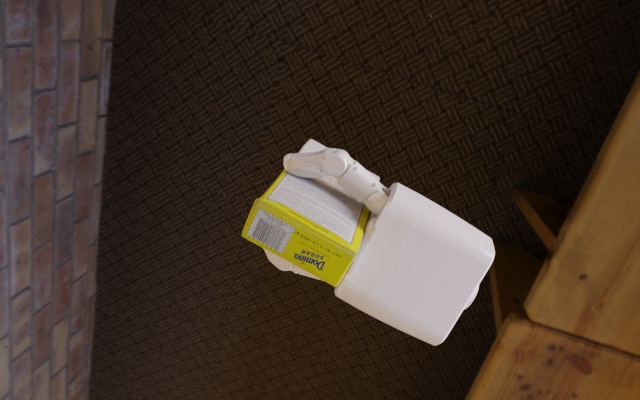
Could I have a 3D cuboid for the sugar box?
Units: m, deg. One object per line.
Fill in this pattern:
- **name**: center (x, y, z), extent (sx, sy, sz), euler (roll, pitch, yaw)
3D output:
- **sugar box**: center (0.000, 0.002, 0.463), extent (0.093, 0.048, 0.176), euler (29, 24, 1)
